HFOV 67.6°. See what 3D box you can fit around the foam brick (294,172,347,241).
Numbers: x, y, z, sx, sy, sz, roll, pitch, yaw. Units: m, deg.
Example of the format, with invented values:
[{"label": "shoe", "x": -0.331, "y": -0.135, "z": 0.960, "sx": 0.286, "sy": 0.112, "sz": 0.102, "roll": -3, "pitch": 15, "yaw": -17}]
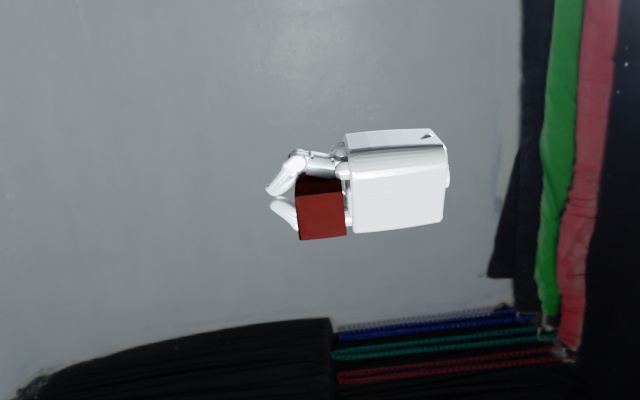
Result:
[{"label": "foam brick", "x": 0.000, "y": 0.002, "z": 0.526, "sx": 0.051, "sy": 0.053, "sz": 0.078, "roll": -5, "pitch": 24, "yaw": 1}]
